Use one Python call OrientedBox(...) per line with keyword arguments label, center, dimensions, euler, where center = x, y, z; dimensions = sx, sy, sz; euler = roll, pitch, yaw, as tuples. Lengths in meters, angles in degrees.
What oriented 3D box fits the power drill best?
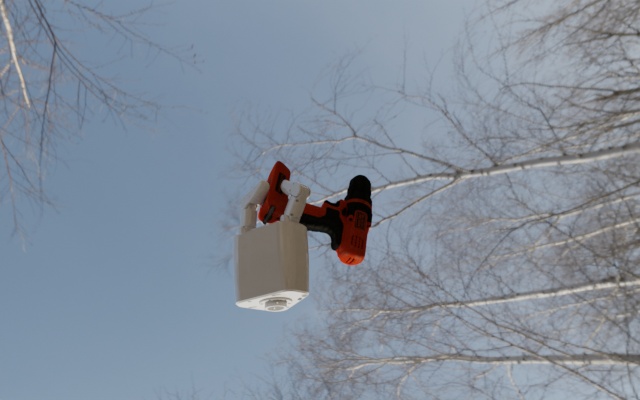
OrientedBox(label="power drill", center=(0.000, 0.003, 0.800), dimensions=(0.187, 0.184, 0.057), euler=(20, -43, -11))
